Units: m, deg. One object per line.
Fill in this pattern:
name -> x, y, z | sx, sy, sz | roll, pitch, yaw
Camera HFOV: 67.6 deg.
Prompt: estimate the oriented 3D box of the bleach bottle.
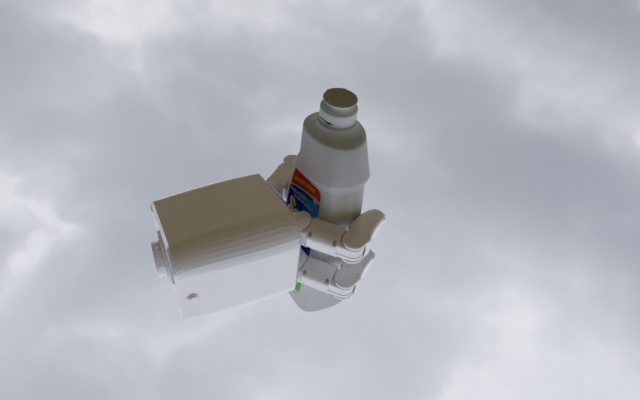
bleach bottle -> 0.000, 0.002, 0.468 | 0.068, 0.251, 0.102 | -14, 49, -21
